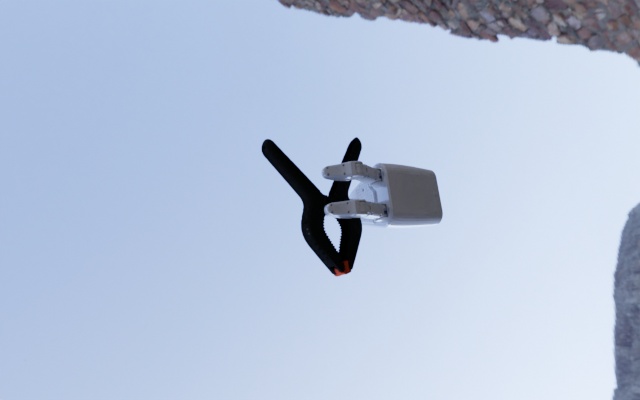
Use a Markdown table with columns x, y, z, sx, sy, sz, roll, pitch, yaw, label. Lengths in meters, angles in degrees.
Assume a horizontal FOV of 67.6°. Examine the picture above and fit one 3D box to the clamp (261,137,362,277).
| x | y | z | sx | sy | sz | roll | pitch | yaw | label |
| --- | --- | --- | --- | --- | --- | --- | --- | --- | --- |
| 0.000 | 0.003 | 0.676 | 0.164 | 0.210 | 0.036 | 1 | -17 | -29 | clamp |
